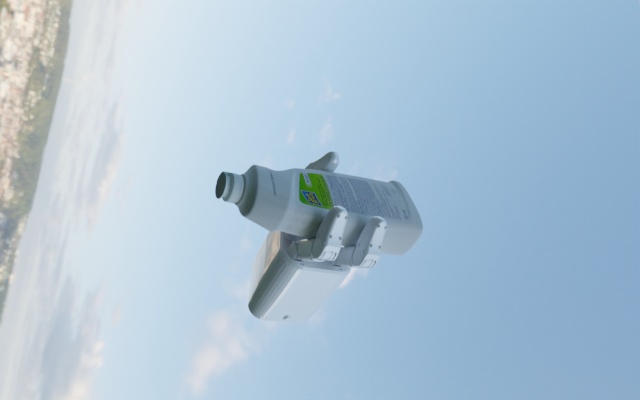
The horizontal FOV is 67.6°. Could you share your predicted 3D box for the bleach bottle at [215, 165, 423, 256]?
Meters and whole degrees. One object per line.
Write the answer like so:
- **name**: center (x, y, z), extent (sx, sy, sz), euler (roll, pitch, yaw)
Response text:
- **bleach bottle**: center (0.000, 0.002, 0.556), extent (0.251, 0.068, 0.102), euler (13, 37, -32)
